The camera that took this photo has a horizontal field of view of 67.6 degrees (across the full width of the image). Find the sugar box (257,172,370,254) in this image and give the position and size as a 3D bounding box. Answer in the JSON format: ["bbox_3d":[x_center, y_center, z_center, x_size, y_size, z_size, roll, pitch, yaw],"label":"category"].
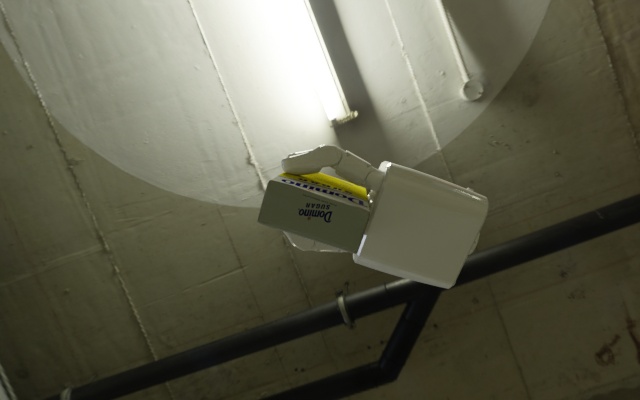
[{"bbox_3d":[0.000,0.001,0.487,0.093,0.048,0.176,18,7,1],"label":"sugar box"}]
